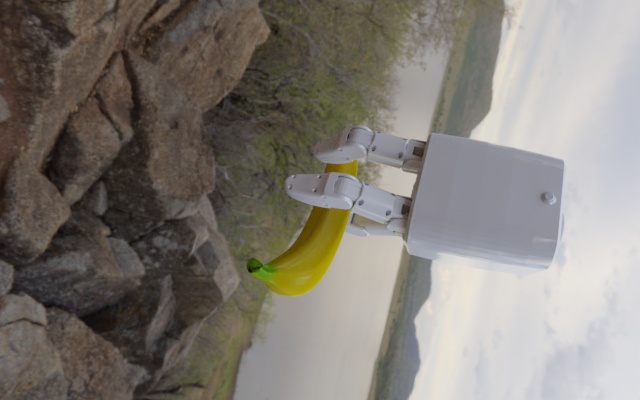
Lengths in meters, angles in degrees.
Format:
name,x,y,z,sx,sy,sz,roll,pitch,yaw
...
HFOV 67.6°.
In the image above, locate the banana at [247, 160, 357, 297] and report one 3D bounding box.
name,x,y,z,sx,sy,sz,roll,pitch,yaw
banana,0.000,0.018,0.417,0.037,0.070,0.197,10,39,18
